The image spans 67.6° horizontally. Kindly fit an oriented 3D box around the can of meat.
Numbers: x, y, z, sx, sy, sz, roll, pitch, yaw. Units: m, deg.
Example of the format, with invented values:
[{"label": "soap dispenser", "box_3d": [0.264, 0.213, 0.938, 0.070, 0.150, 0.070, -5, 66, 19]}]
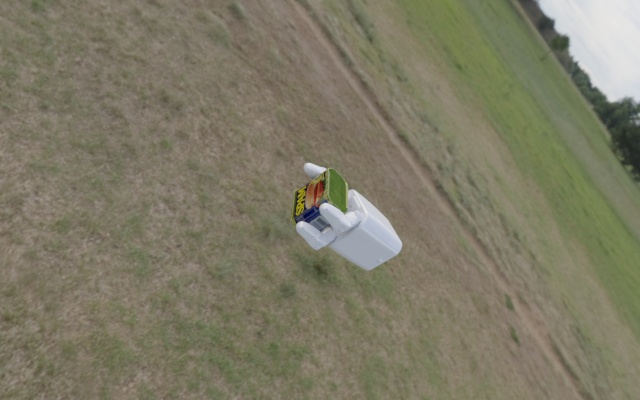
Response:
[{"label": "can of meat", "box_3d": [0.000, 0.002, 0.817, 0.084, 0.102, 0.057, -35, -59, 28]}]
